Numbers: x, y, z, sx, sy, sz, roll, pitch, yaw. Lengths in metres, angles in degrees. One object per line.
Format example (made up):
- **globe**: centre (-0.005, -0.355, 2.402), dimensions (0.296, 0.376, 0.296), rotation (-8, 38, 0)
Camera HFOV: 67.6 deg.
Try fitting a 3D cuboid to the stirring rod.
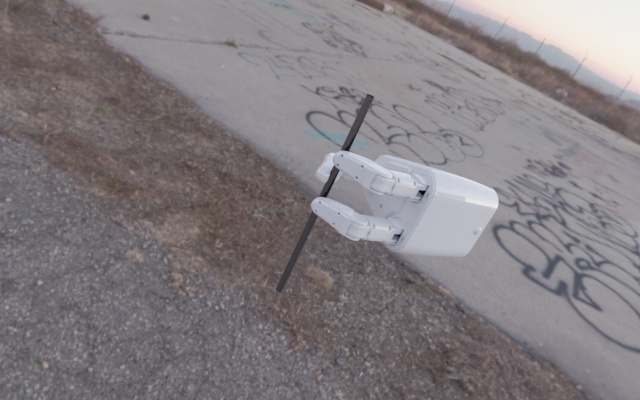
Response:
- **stirring rod**: centre (0.000, 0.002, 0.497), dimensions (0.011, 0.240, 0.011), rotation (21, 23, -9)
